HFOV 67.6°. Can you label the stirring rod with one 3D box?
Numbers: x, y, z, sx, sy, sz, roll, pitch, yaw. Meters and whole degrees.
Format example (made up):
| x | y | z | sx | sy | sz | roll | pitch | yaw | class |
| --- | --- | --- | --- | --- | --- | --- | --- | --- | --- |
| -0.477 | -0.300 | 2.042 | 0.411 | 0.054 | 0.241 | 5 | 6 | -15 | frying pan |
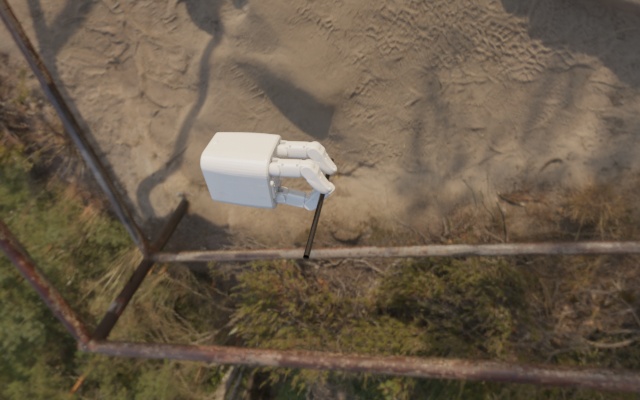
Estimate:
| x | y | z | sx | sy | sz | roll | pitch | yaw | class |
| --- | --- | --- | --- | --- | --- | --- | --- | --- | --- |
| 0.000 | 0.002 | 0.704 | 0.011 | 0.011 | 0.239 | 0 | 36 | 11 | stirring rod |
